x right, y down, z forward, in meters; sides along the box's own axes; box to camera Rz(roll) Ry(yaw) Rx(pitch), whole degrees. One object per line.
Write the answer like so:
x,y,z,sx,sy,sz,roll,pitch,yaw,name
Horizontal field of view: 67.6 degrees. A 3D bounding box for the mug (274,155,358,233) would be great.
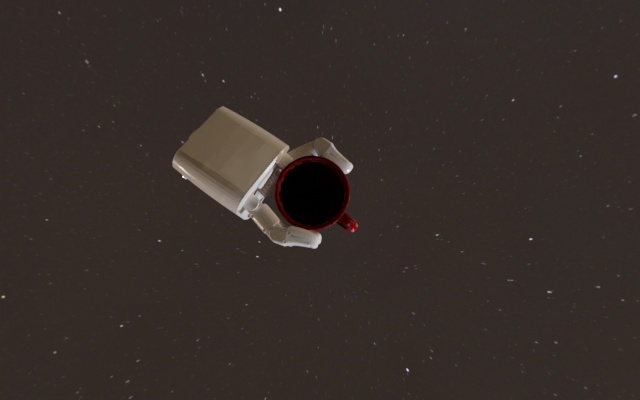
0.001,0.003,0.625,0.117,0.093,0.081,35,-5,5,mug
